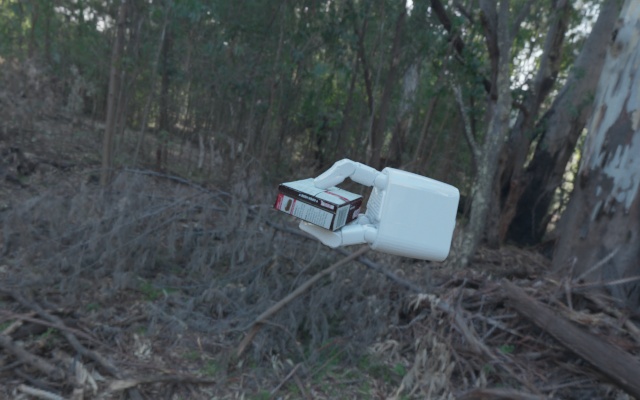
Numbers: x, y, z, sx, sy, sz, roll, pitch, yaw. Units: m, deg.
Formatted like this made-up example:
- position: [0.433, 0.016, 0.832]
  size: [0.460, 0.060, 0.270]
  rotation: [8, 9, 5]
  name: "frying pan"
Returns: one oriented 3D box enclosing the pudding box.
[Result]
- position: [0.000, 0.002, 0.661]
  size: [0.090, 0.039, 0.113]
  rotation: [20, 12, 18]
  name: "pudding box"
